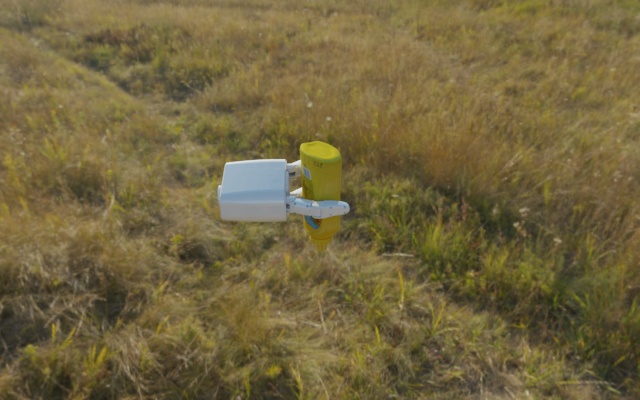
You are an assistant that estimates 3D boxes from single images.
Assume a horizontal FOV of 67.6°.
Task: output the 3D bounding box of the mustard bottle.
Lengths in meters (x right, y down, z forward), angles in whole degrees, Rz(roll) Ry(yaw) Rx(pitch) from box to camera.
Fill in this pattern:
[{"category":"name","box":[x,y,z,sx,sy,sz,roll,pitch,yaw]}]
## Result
[{"category":"mustard bottle","box":[0.000,0.002,0.815,0.058,0.192,0.096,-13,29,-23]}]
